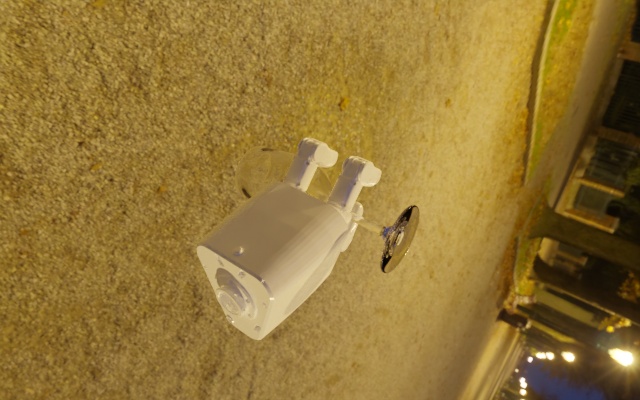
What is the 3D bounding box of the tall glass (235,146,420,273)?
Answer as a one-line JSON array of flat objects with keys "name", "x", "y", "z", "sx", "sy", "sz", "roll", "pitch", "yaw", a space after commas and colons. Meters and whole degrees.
[{"name": "tall glass", "x": 0.001, "y": 0.002, "z": 0.519, "sx": 0.201, "sy": 0.079, "sz": 0.079, "roll": 25, "pitch": 12, "yaw": 28}]
